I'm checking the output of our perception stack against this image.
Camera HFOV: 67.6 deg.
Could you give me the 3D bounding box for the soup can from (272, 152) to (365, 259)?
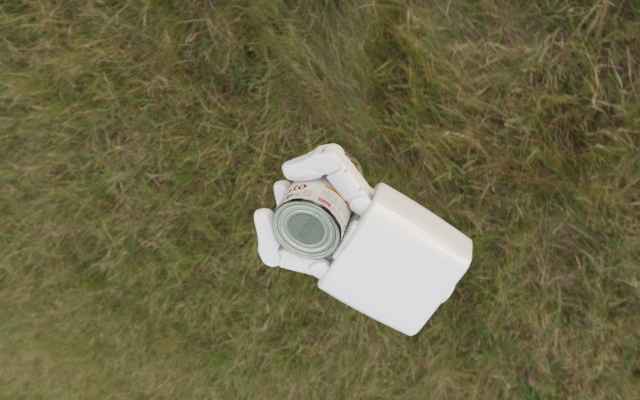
[{"bbox_3d":[0.000,0.001,0.469,0.068,0.068,0.102,0,32,19],"label":"soup can"}]
